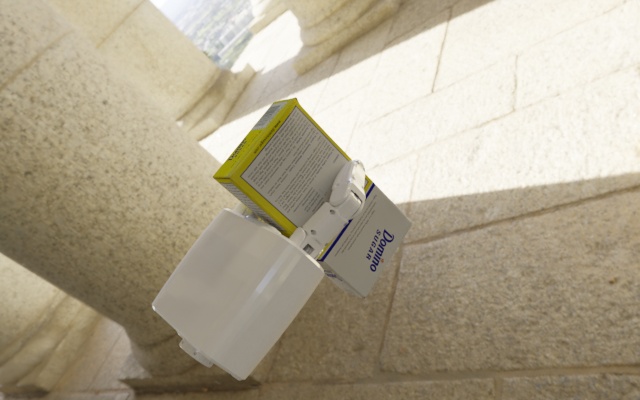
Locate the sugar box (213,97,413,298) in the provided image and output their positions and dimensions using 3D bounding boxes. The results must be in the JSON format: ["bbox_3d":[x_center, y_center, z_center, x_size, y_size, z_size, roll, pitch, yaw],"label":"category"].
[{"bbox_3d":[0.000,0.001,0.437,0.176,0.093,0.048,46,-19,-27],"label":"sugar box"}]
